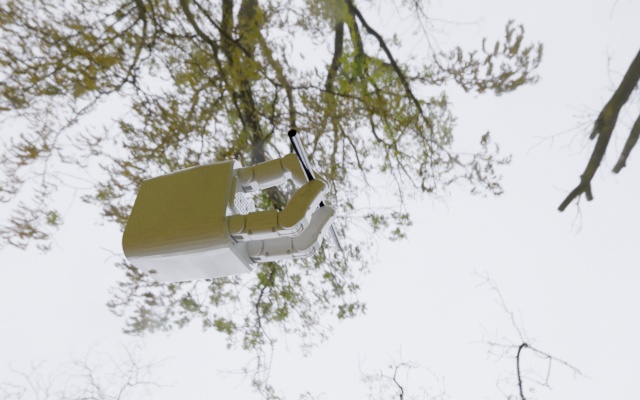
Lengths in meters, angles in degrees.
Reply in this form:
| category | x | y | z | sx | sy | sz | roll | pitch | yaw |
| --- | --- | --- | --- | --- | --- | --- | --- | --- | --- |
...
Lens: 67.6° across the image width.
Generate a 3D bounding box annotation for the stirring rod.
| category | x | y | z | sx | sy | sz | roll | pitch | yaw |
| --- | --- | --- | --- | --- | --- | --- | --- | --- | --- |
| stirring rod | 0.000 | 0.002 | 0.493 | 0.011 | 0.011 | 0.240 | 0 | -28 | 13 |
